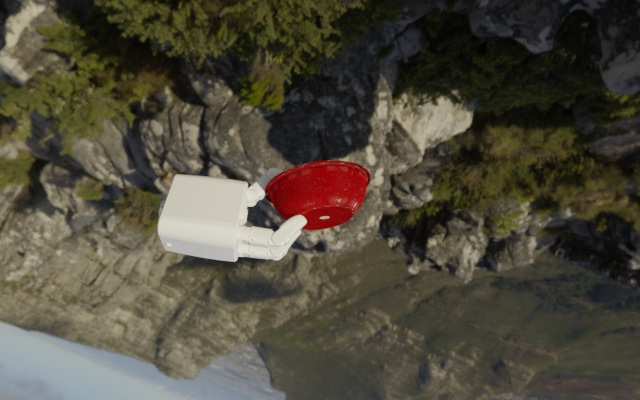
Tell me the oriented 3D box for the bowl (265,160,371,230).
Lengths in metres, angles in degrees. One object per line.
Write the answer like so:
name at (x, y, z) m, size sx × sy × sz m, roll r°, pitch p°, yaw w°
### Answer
bowl at (0.001, 0.002, 0.708) m, size 0.162 × 0.055 × 0.162 m, roll -9°, pitch -23°, yaw -4°
